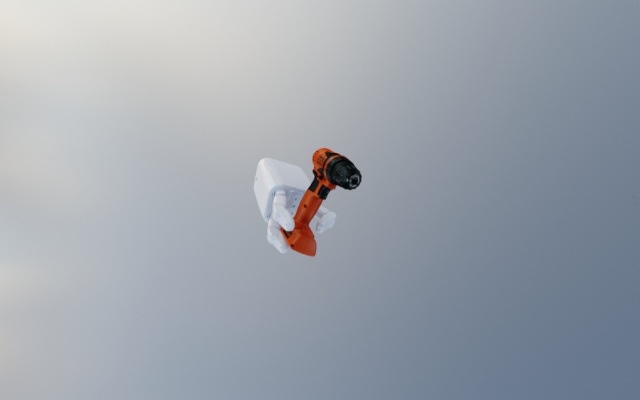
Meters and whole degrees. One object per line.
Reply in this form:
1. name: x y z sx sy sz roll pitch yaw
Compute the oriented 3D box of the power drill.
1. power drill: 0.000 0.003 0.862 0.057 0.188 0.184 24 9 -21
